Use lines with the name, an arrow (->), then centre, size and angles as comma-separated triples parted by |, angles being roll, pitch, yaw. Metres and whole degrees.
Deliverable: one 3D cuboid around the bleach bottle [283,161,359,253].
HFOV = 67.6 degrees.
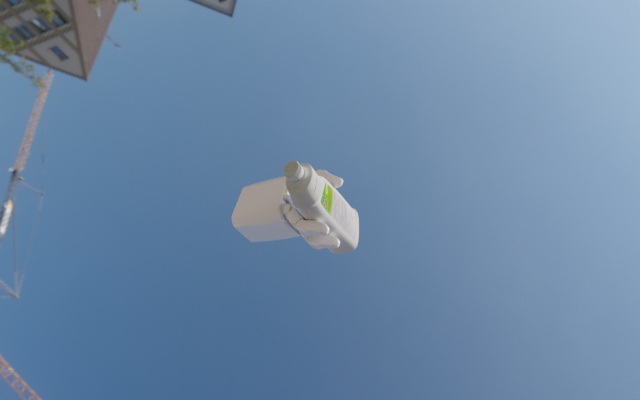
bleach bottle -> 0.000, 0.003, 0.869 | 0.068, 0.102, 0.251 | -12, -35, 19
